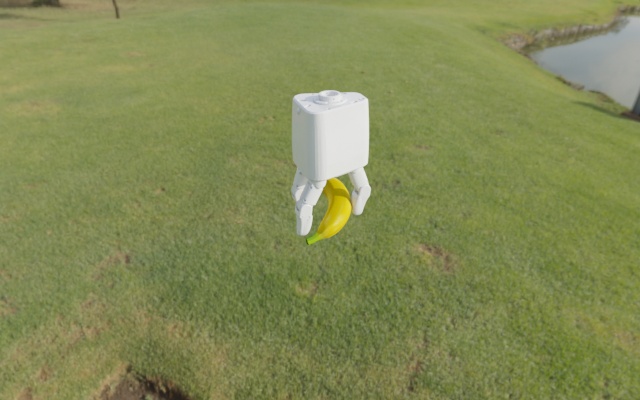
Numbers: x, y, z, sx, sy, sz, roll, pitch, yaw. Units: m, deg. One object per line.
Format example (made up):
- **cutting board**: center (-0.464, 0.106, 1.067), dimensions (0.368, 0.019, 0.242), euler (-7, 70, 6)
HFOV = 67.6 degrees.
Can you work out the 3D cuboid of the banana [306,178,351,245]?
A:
- **banana**: center (0.018, 0.004, 0.811), dimensions (0.069, 0.037, 0.197), euler (-1, 31, 7)
